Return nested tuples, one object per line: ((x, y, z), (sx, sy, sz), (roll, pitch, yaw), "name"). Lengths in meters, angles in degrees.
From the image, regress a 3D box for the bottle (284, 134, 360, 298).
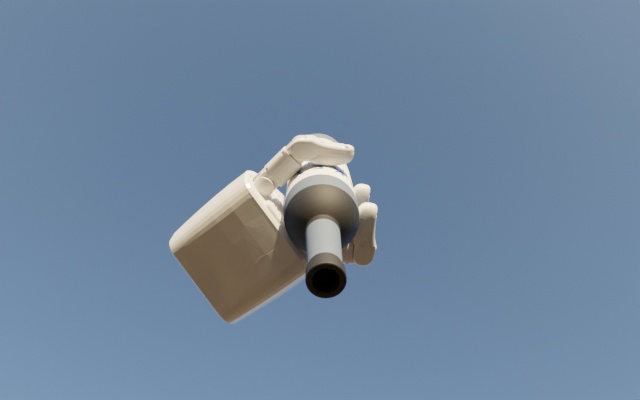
((0.000, 0.001, 0.450), (0.069, 0.069, 0.295), (0, 20, -2), "bottle")
